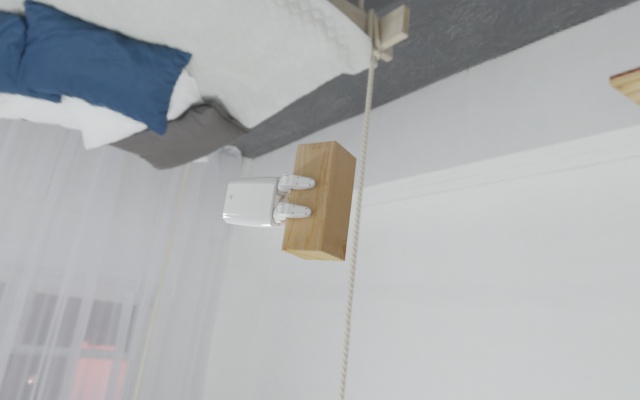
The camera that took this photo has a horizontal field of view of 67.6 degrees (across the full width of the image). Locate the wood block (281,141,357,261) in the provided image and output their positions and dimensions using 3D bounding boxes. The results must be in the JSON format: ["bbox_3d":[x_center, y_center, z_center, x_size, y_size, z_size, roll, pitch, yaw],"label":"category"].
[{"bbox_3d":[0.000,0.003,0.899,0.090,0.206,0.091,-2,-19,30],"label":"wood block"}]
